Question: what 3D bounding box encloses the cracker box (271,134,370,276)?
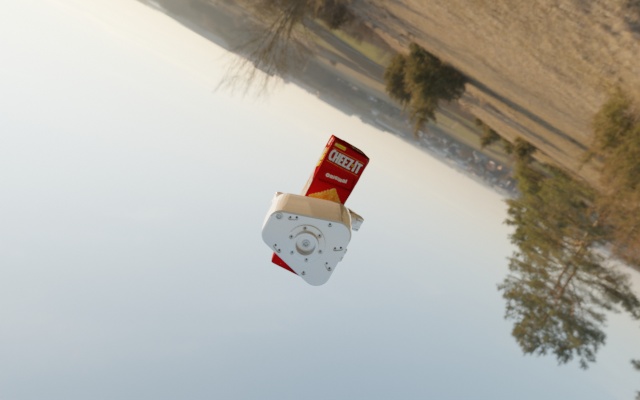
[{"bbox_3d":[0.000,0.003,0.796,0.072,0.214,0.164,28,10,-5],"label":"cracker box"}]
